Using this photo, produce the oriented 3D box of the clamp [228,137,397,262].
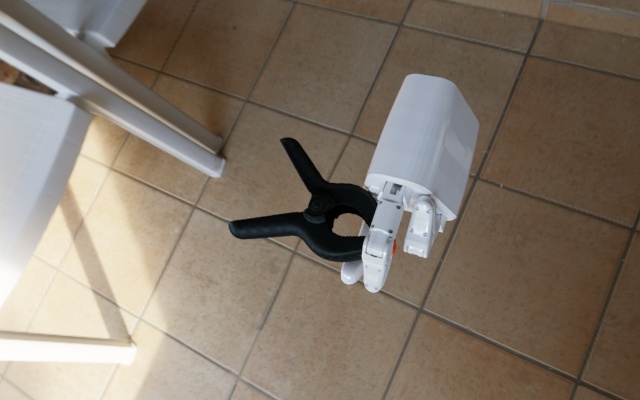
[{"bbox_3d":[0.000,0.002,0.476,0.171,0.120,0.039,16,-11,20],"label":"clamp"}]
